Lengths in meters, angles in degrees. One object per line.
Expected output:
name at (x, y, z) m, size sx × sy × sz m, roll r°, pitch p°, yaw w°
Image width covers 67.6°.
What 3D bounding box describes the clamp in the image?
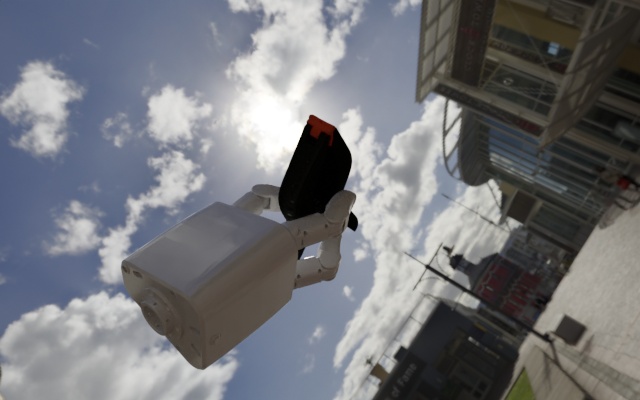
clamp at (-0.001, 0.001, 0.494) m, size 0.036 × 0.210 × 0.164 m, roll 31°, pitch 44°, yaw 24°
